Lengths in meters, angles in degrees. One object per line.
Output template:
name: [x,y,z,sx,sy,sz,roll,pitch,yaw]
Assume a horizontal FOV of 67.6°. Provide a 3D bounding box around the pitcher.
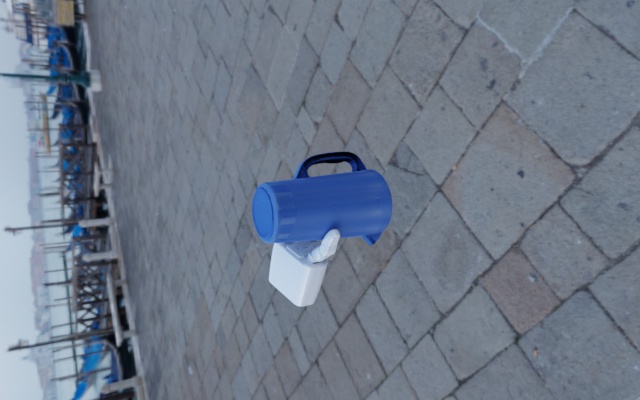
pitcher: [0.000,0.003,0.893,0.243,0.145,0.149,-5,35,-30]
